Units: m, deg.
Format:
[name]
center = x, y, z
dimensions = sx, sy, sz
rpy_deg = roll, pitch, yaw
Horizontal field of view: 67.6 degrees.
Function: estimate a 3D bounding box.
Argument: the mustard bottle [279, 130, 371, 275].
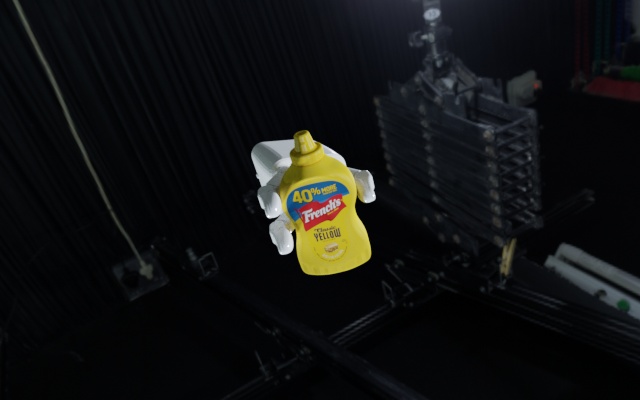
[mustard bottle]
center = 0.000, 0.002, 0.603
dimensions = 0.096, 0.192, 0.058
rpy_deg = -12, 29, 6
